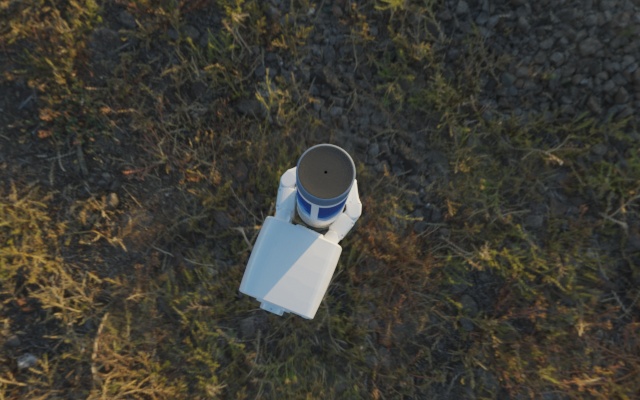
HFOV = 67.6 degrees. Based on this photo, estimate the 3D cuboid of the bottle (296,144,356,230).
[{"bbox_3d":[0.000,0.002,0.670,0.069,0.069,0.296,0,-13,-2],"label":"bottle"}]
